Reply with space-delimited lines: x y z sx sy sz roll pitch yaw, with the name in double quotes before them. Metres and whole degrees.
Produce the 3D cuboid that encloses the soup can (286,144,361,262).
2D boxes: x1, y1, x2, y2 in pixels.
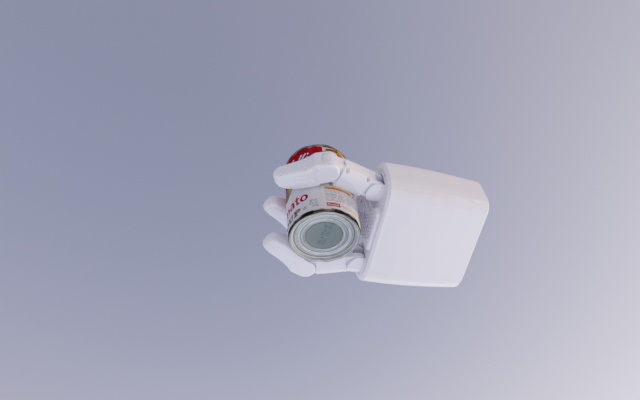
"soup can" 0.000 0.002 0.465 0.068 0.069 0.102 0 41 -6
